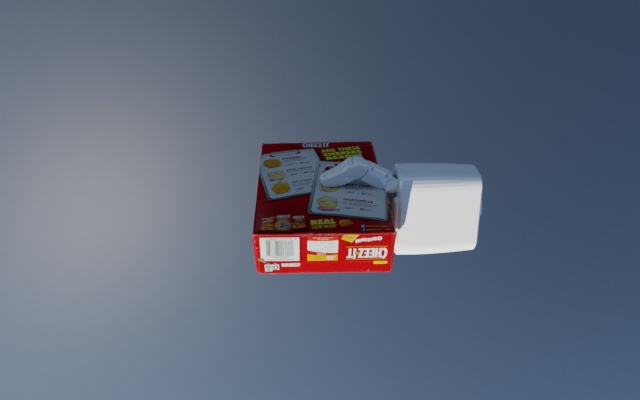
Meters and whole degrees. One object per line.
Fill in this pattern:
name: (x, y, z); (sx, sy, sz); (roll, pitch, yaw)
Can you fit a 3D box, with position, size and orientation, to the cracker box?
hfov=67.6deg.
cracker box: (0.000, 0.002, 0.633); (0.164, 0.072, 0.213); (-1, 35, -3)
